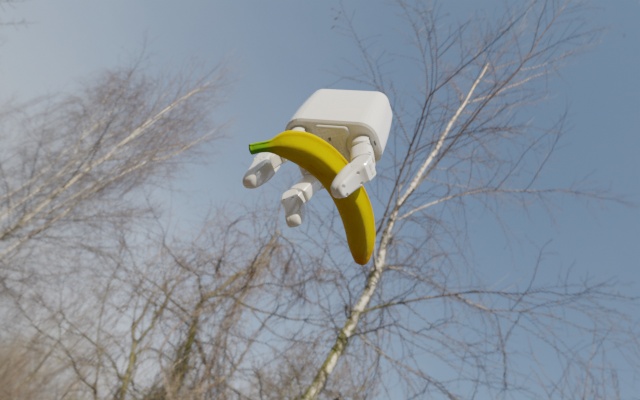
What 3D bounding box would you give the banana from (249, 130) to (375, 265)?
[{"bbox_3d":[0.012,-0.011,0.526,0.069,0.198,0.037,-35,22,20],"label":"banana"}]
